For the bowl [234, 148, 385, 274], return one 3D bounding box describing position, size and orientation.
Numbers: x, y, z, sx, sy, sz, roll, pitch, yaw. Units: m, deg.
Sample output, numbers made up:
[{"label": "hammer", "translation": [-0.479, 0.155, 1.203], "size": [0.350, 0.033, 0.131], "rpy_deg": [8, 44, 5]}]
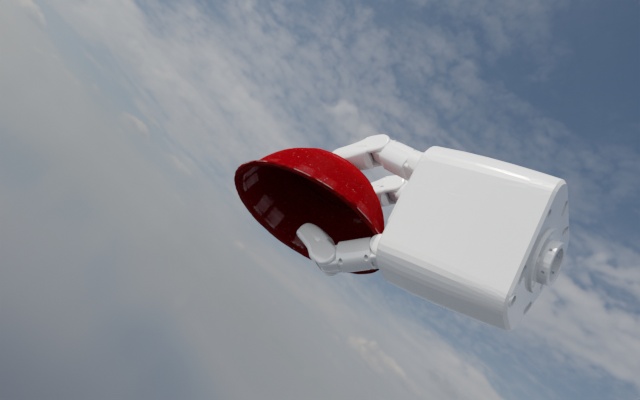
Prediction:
[{"label": "bowl", "translation": [-0.001, 0.001, 0.455], "size": [0.162, 0.055, 0.162], "rpy_deg": [25, -28, 14]}]
